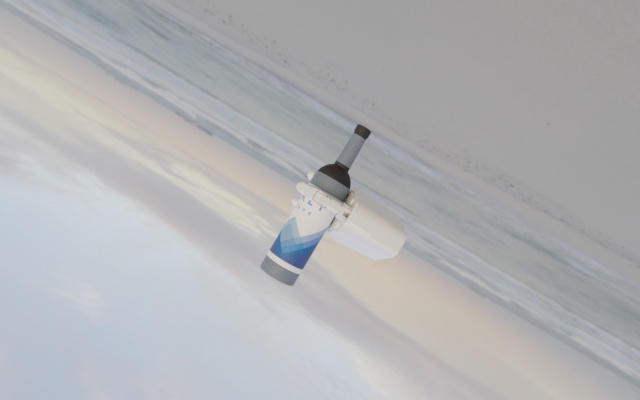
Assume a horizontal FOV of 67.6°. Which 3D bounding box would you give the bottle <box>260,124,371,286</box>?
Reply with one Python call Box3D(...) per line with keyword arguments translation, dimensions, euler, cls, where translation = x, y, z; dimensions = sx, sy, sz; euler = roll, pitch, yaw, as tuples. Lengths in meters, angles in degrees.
Box3D(translation=(0.000, 0.003, 0.816), dimensions=(0.069, 0.295, 0.069), euler=(31, 0, 0), cls="bottle")
